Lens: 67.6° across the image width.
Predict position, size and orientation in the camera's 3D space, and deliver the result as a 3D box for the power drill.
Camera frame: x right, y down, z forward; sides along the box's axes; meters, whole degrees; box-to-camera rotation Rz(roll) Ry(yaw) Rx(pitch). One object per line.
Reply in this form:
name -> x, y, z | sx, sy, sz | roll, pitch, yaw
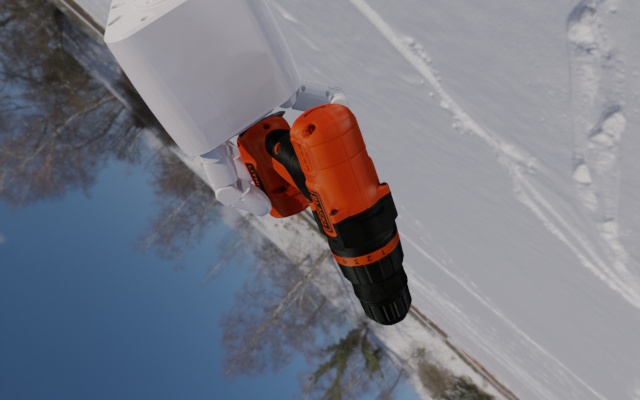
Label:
power drill -> 0.000, 0.001, 0.411 | 0.057, 0.184, 0.187 | -28, 25, -19
